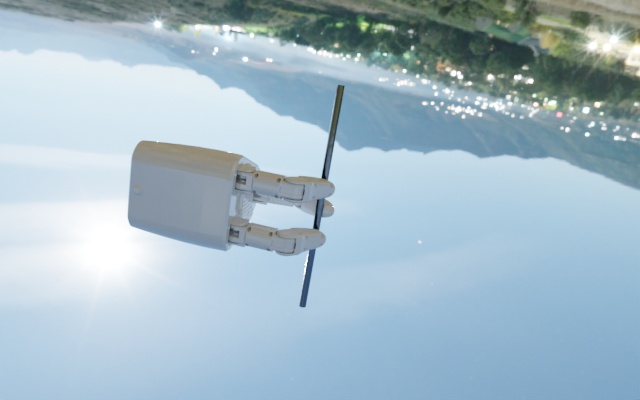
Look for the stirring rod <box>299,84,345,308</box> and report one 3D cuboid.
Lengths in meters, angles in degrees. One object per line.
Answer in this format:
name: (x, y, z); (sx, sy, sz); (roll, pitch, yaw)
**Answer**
stirring rod: (0.000, 0.002, 0.498); (0.011, 0.239, 0.011); (9, 14, -2)
